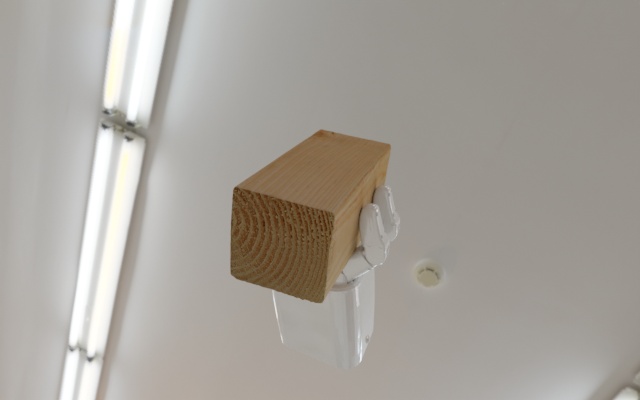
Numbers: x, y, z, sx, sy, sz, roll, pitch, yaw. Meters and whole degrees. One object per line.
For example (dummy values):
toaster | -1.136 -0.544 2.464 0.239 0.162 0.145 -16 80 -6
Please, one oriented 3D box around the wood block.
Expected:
wood block | 0.000 0.002 0.482 0.091 0.090 0.206 14 25 15
